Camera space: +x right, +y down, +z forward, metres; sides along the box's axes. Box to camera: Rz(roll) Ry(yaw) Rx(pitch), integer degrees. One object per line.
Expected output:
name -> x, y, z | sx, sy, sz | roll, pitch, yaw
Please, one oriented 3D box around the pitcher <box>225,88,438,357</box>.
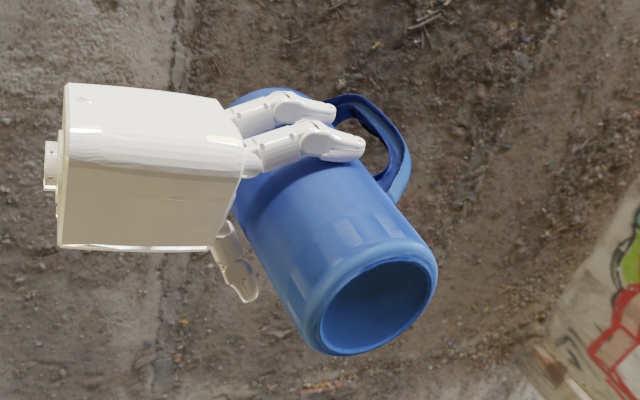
pitcher -> 0.000, 0.001, 0.413 | 0.145, 0.149, 0.242 | 2, 32, -30
